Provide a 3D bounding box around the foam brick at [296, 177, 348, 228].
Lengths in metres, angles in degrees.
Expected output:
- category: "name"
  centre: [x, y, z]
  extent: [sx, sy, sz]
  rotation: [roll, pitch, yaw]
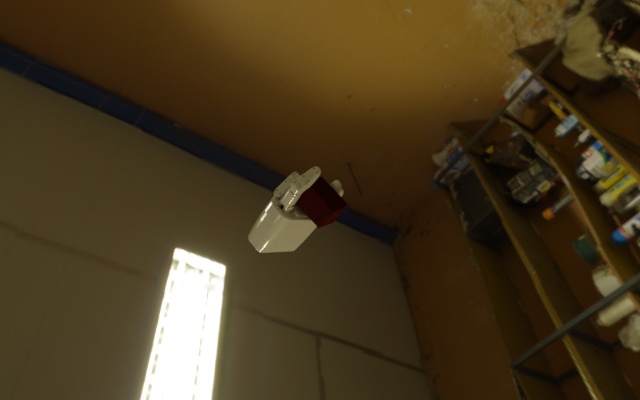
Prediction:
- category: "foam brick"
  centre: [0.000, 0.003, 0.874]
  extent: [0.051, 0.078, 0.053]
  rotation: [-51, -18, 29]
